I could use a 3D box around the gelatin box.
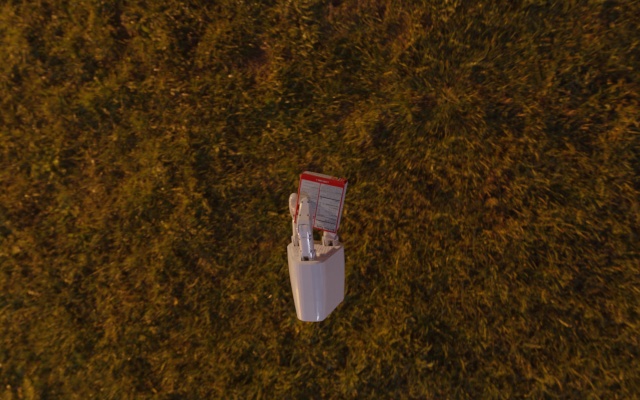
[{"bbox_3d":[0.000,0.002,0.777,0.073,0.089,0.030,13,20,11],"label":"gelatin box"}]
